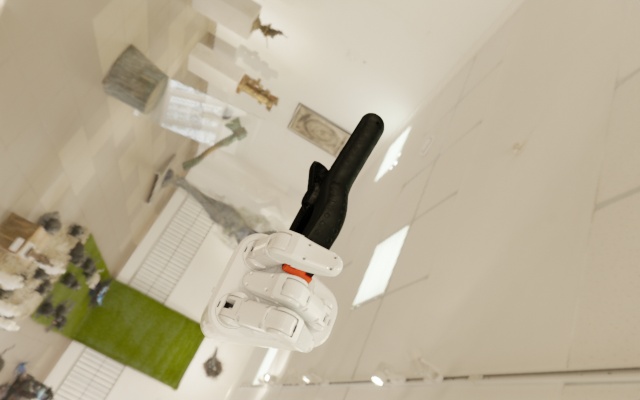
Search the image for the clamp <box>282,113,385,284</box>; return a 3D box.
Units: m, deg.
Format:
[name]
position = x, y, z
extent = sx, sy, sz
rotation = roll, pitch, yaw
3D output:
[clamp]
position = 0.001, 0.002, 0.463
extent = 0.039, 0.171, 0.120
rotation = 32, -27, -9
